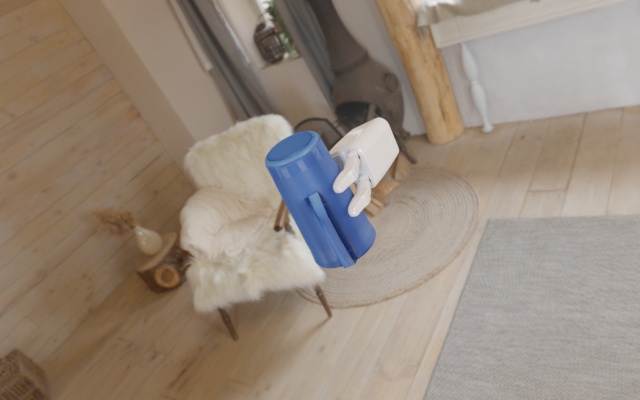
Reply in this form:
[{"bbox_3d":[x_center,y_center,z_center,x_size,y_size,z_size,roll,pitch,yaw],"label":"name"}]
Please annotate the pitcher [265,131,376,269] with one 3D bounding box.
[{"bbox_3d":[0.000,0.003,0.874,0.149,0.243,0.145,2,41,45],"label":"pitcher"}]
